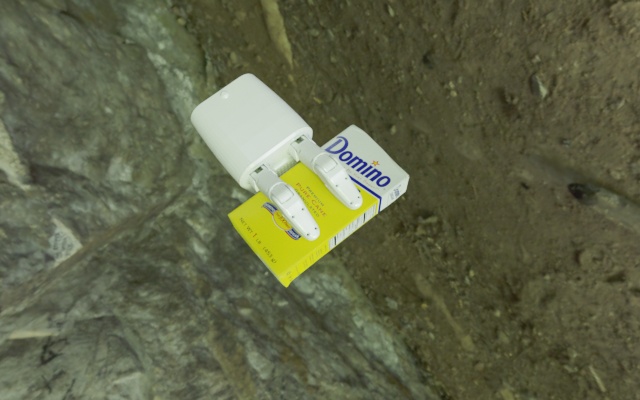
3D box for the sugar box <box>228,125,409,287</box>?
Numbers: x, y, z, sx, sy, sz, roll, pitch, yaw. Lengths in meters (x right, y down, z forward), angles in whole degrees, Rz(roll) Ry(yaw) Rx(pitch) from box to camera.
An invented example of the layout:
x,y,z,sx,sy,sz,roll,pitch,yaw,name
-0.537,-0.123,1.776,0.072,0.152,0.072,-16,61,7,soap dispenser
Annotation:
x,y,z,sx,sy,sz,roll,pitch,yaw,name
0.000,0.001,0.517,0.176,0.093,0.048,-39,-21,-11,sugar box
